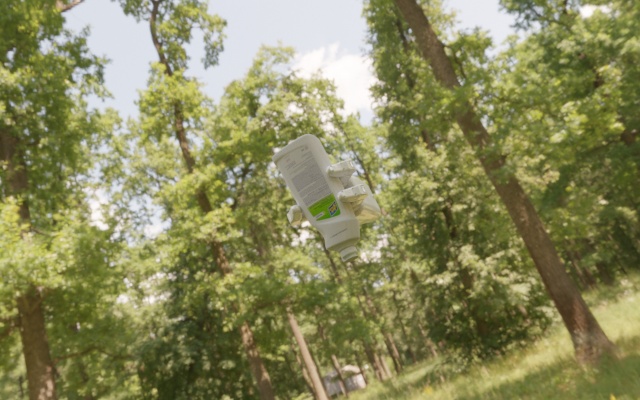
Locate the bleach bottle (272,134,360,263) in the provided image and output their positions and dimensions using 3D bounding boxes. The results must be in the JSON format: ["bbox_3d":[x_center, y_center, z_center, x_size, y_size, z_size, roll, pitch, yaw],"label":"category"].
[{"bbox_3d":[0.000,0.003,0.897,0.102,0.250,0.068,-32,-22,20],"label":"bleach bottle"}]
